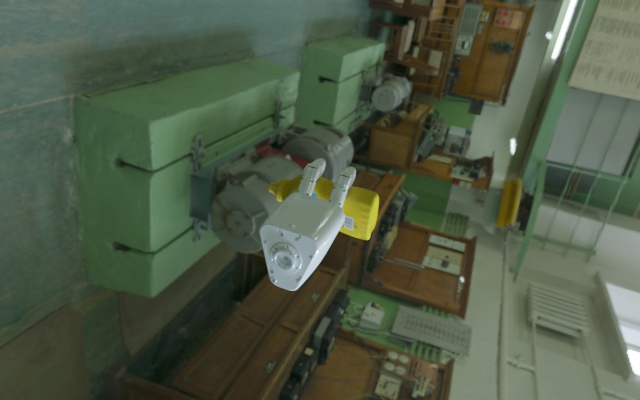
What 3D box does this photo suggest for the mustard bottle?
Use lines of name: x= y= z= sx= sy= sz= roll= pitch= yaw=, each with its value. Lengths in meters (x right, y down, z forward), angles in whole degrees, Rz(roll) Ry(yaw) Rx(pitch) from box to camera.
mustard bottle: x=0.000 y=0.003 z=0.811 sx=0.191 sy=0.058 sz=0.096 roll=17 pitch=-37 yaw=15
